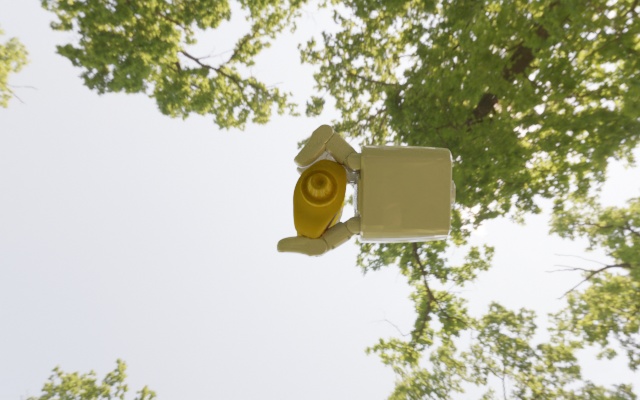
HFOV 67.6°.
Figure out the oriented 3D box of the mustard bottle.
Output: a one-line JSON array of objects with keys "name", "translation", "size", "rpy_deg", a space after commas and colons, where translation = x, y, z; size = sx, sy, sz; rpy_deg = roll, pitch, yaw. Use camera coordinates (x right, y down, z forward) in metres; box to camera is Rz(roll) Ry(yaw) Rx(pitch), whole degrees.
[{"name": "mustard bottle", "translation": [0.000, 0.002, 0.586], "size": [0.058, 0.096, 0.192], "rpy_deg": [24, -11, 5]}]
